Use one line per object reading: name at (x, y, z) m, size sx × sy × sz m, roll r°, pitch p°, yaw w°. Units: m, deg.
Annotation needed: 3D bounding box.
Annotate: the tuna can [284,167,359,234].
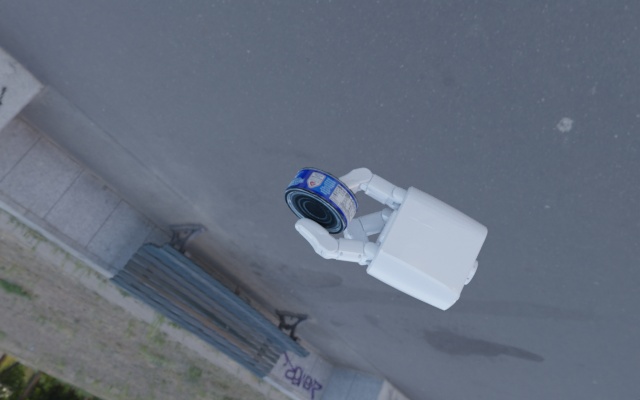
tuna can at (0.000, 0.002, 0.567) m, size 0.086 × 0.033 × 0.086 m, roll 26°, pitch -27°, yaw 15°
